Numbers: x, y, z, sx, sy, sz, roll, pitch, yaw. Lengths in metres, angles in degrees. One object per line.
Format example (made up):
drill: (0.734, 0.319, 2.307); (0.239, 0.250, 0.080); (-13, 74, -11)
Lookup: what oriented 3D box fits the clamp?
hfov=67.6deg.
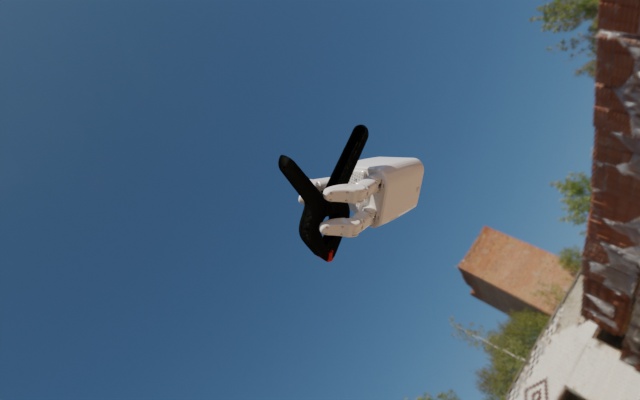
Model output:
clamp: (0.000, 0.002, 0.693); (0.164, 0.210, 0.036); (-19, 35, -41)
